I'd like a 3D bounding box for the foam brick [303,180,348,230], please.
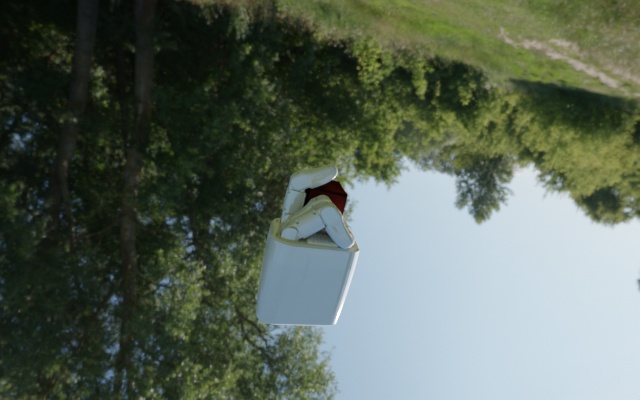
[{"bbox_3d":[0.000,0.002,0.632,0.053,0.051,0.078,12,13,-8],"label":"foam brick"}]
